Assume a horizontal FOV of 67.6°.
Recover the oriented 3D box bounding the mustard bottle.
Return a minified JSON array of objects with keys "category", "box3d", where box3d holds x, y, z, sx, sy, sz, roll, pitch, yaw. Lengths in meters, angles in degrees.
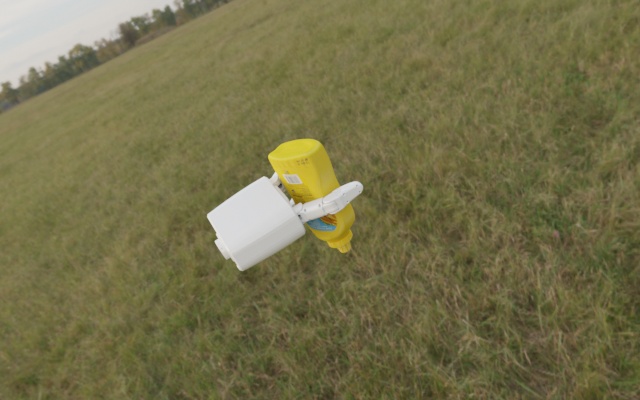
[{"category":"mustard bottle","box3d":[0.000,0.002,0.714,0.096,0.192,0.058,3,40,46]}]
